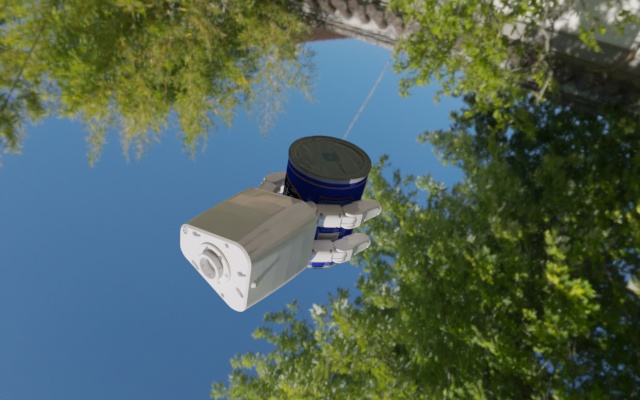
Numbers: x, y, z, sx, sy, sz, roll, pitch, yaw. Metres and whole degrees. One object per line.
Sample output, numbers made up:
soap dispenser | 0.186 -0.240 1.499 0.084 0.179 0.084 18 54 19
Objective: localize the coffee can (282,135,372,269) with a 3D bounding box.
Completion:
coffee can | 0.000 0.002 0.616 0.103 0.140 0.102 8 35 -6
